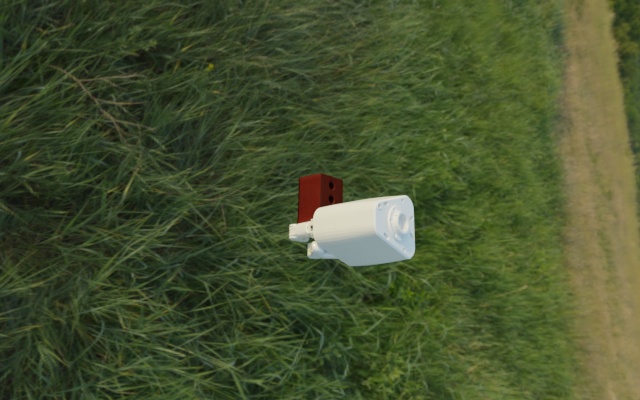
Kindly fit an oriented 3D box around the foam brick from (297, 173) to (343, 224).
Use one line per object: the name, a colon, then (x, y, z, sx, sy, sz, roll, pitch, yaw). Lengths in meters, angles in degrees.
foam brick: (0.000, 0.002, 0.746, 0.051, 0.078, 0.053, -13, -20, 43)
